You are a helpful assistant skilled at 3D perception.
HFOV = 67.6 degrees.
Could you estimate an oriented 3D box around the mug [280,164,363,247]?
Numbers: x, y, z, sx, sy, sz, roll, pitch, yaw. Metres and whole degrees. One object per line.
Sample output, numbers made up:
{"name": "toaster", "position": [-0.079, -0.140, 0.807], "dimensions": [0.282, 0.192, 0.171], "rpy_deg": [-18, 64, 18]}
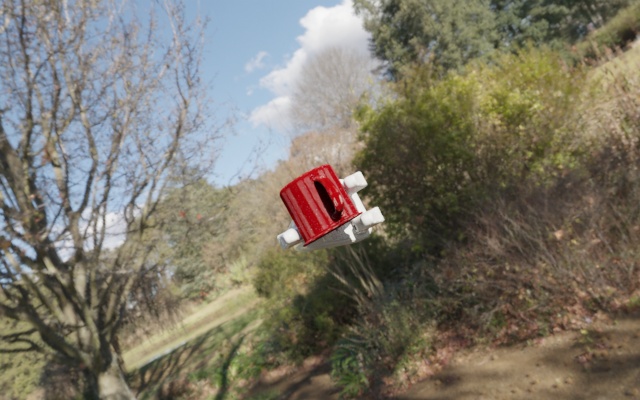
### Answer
{"name": "mug", "position": [0.000, 0.002, 0.631], "dimensions": [0.093, 0.081, 0.117], "rpy_deg": [-28, -5, -17]}
